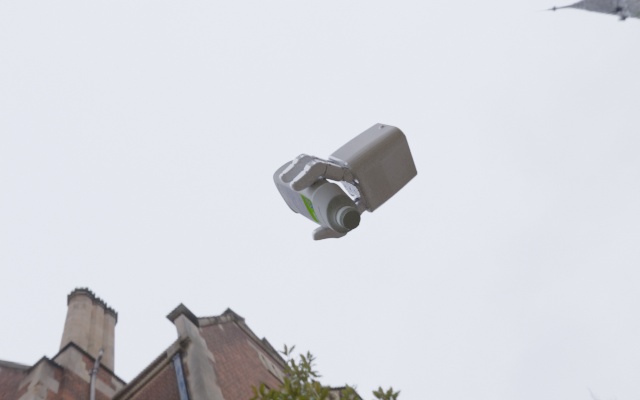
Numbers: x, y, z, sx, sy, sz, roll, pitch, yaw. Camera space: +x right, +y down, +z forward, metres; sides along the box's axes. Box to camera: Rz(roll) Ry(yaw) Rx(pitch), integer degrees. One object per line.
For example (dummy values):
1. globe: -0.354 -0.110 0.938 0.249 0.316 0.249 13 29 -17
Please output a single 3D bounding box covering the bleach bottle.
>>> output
1. bleach bottle: 0.000 0.002 0.769 0.068 0.103 0.250 -37 25 -10
